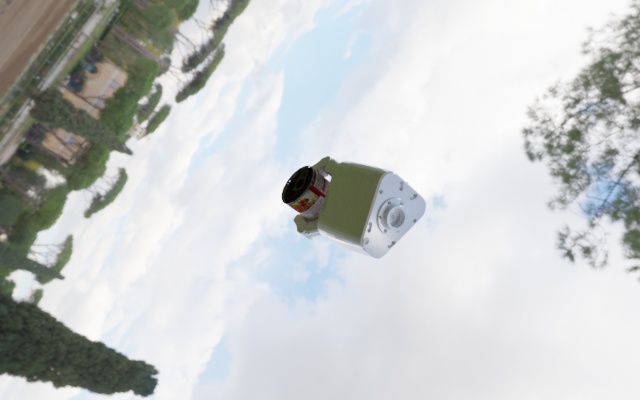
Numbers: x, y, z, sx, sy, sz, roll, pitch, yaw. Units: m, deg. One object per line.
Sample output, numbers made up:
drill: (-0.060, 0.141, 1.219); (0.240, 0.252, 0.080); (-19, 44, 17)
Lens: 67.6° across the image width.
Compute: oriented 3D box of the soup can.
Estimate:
soup can: (0.000, 0.003, 0.728); (0.102, 0.068, 0.068); (37, -21, -30)
